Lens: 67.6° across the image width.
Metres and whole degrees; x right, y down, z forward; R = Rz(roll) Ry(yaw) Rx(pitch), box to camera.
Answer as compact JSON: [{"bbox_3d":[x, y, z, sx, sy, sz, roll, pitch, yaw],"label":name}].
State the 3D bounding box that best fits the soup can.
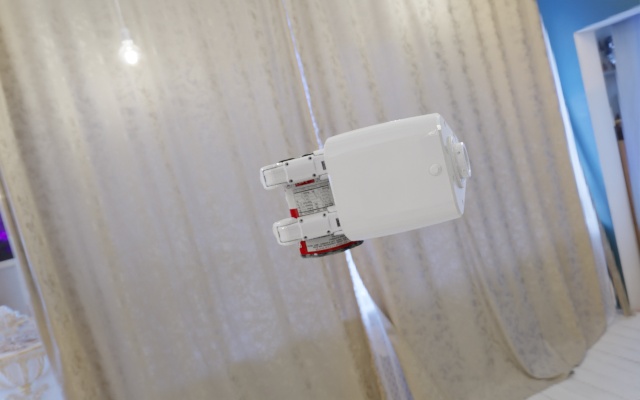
[{"bbox_3d":[0.000,0.001,0.494,0.068,0.102,0.068,-14,4,1],"label":"soup can"}]
